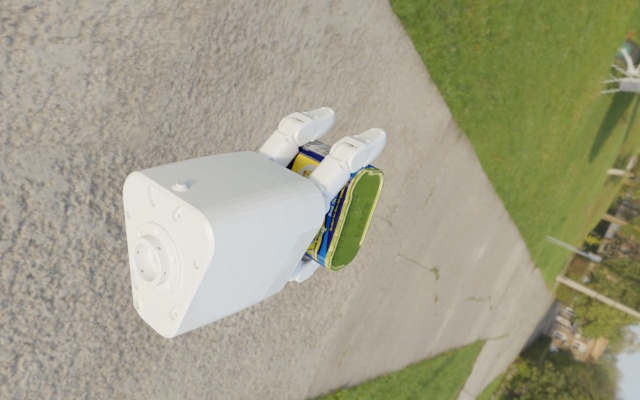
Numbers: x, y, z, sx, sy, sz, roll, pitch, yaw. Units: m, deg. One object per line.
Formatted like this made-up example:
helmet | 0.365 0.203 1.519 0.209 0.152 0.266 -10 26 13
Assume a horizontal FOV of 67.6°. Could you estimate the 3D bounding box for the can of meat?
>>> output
can of meat | 0.000 0.002 0.428 0.084 0.102 0.057 28 22 30
